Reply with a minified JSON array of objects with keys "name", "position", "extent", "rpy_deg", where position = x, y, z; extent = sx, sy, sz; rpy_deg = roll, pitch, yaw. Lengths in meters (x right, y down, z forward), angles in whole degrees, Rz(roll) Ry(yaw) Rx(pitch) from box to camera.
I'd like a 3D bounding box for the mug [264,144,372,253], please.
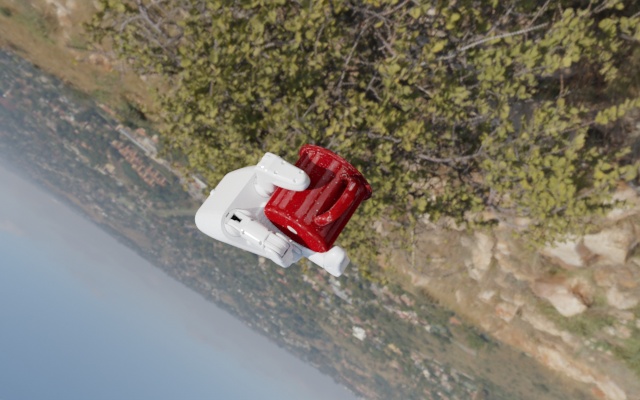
[{"name":"mug","position":[0.001,0.002,0.493],"extent":[0.093,0.081,0.117],"rpy_deg":[42,-19,-22]}]
